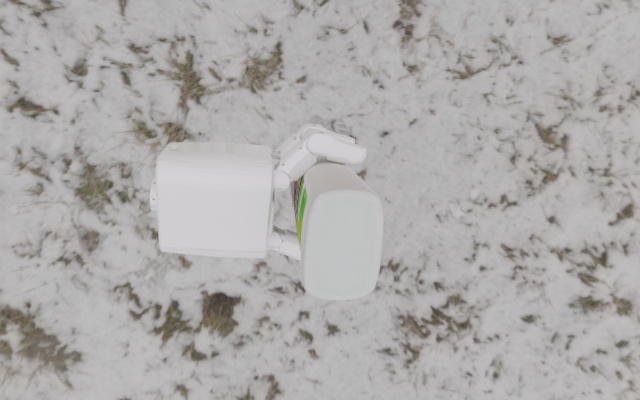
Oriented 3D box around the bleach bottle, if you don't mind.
[{"bbox_3d":[0.000,0.002,0.506,0.068,0.102,0.250,2,16,-10],"label":"bleach bottle"}]
